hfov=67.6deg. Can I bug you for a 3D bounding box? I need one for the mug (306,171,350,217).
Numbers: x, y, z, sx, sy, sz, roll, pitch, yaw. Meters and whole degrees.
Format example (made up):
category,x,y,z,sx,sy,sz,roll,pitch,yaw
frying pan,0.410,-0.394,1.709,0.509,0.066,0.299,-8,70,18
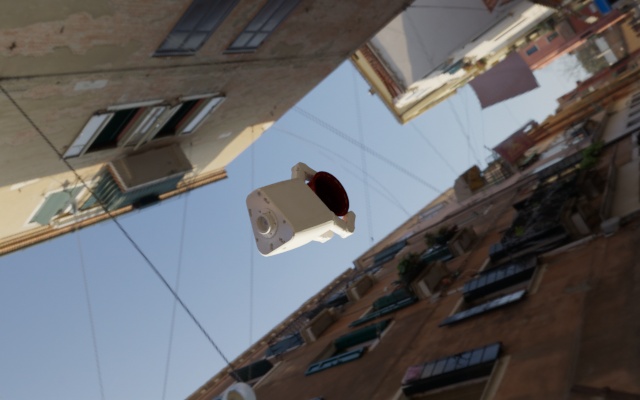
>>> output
category,x,y,z,sx,sy,sz,roll,pitch,yaw
mug,0.001,0.003,0.899,0.081,0.093,0.117,-33,-11,35
